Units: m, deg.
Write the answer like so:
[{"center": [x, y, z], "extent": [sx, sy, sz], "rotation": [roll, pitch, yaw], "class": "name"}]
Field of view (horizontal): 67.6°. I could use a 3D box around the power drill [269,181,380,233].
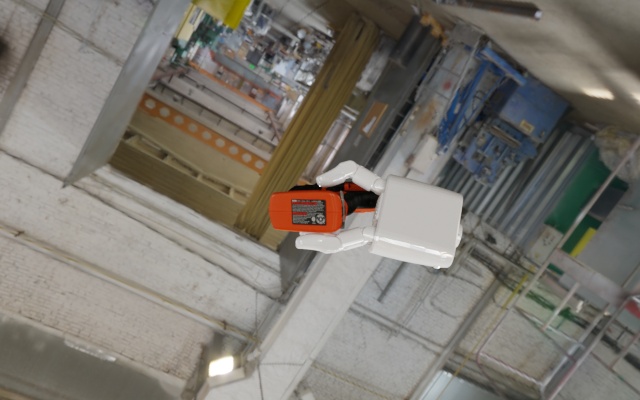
[{"center": [0.000, 0.002, 0.719], "extent": [0.184, 0.057, 0.187], "rotation": [-1, 8, 24], "class": "power drill"}]
